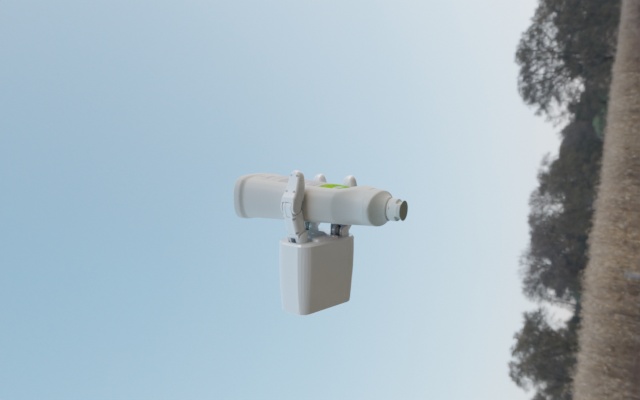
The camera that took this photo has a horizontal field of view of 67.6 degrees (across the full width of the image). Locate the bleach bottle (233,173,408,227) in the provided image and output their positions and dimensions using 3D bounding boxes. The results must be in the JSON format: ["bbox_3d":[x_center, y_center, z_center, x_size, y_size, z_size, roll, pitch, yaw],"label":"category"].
[{"bbox_3d":[0.000,0.002,0.690,0.251,0.068,0.102,7,12,32],"label":"bleach bottle"}]
